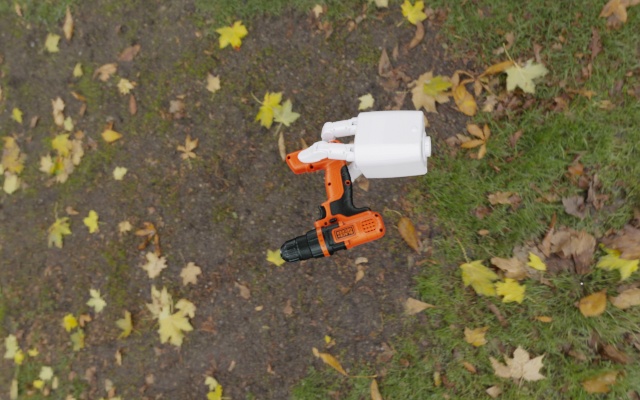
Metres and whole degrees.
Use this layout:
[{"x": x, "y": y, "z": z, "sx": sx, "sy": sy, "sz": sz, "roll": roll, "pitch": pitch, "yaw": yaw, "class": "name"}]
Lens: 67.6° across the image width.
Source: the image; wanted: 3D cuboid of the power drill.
[{"x": 0.000, "y": 0.002, "z": 0.826, "sx": 0.184, "sy": 0.187, "sz": 0.057, "roll": -17, "pitch": -10, "yaw": 3, "class": "power drill"}]
